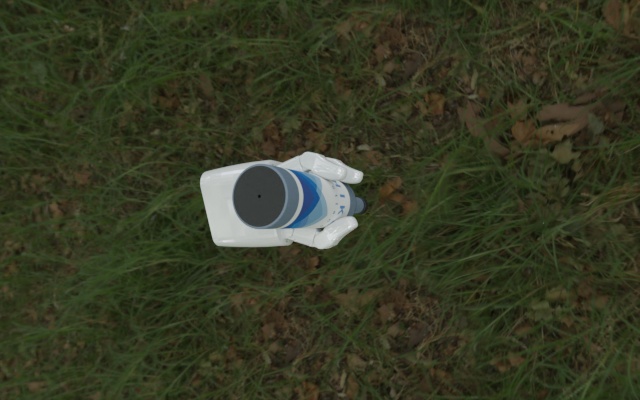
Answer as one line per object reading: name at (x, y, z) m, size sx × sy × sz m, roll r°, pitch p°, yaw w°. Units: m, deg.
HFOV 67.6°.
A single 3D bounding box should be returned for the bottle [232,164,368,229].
bottle at (0.000, 0.002, 0.613) m, size 0.069 × 0.069 × 0.296 m, roll 0°, pitch -2°, yaw 25°
